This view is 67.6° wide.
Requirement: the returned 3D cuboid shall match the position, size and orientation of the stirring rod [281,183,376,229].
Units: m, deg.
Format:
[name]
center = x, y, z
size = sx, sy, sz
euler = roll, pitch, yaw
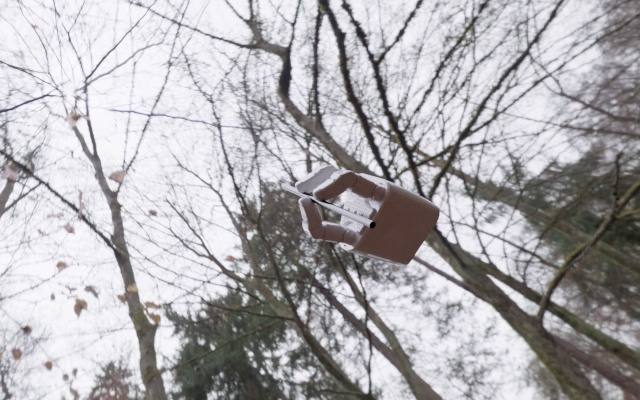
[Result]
[stirring rod]
center = 0.000, 0.002, 0.607
size = 0.011, 0.011, 0.239
euler = 0, 11, -28
